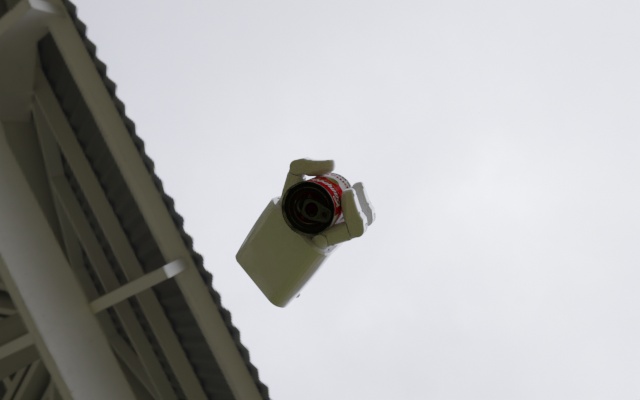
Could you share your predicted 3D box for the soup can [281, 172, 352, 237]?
[{"bbox_3d":[0.000,0.002,0.617,0.068,0.068,0.102,0,10,18],"label":"soup can"}]
